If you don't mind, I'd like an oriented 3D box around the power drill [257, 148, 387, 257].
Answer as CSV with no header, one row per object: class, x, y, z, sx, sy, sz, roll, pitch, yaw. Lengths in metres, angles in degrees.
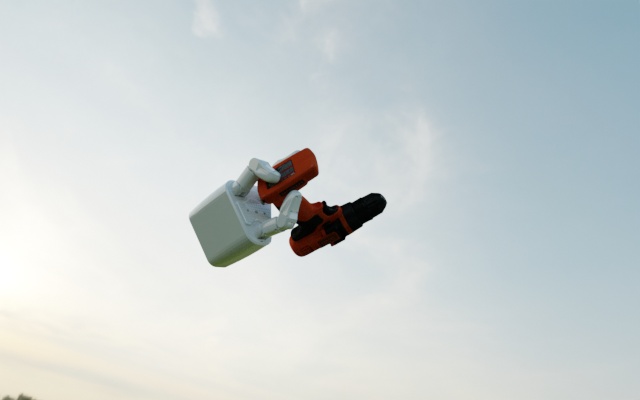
power drill,0.000,0.002,0.776,0.184,0.057,0.188,-30,-47,8
